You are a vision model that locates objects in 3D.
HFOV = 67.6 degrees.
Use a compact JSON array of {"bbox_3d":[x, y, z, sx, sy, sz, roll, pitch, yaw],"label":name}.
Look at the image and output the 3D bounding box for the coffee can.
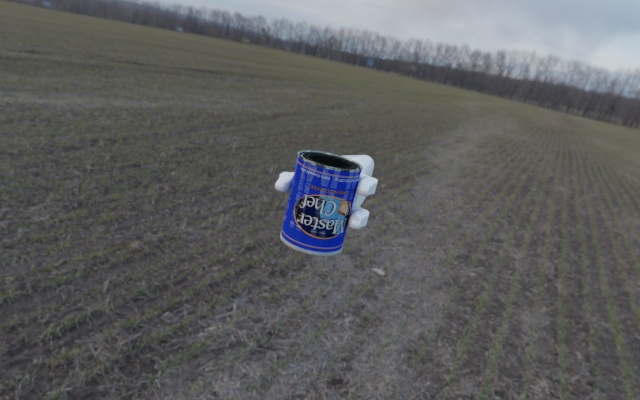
[{"bbox_3d":[0.000,0.003,0.750,0.103,0.140,0.102,12,17,-4],"label":"coffee can"}]
